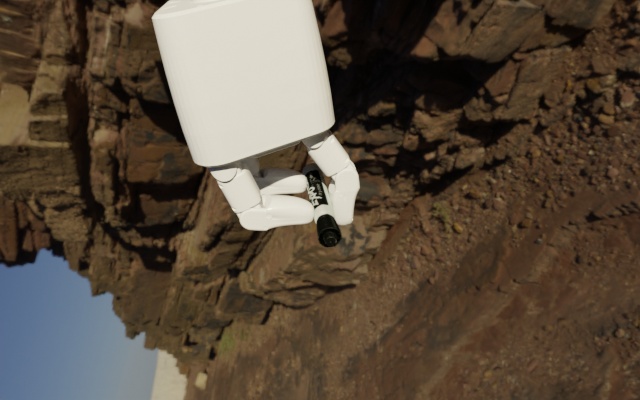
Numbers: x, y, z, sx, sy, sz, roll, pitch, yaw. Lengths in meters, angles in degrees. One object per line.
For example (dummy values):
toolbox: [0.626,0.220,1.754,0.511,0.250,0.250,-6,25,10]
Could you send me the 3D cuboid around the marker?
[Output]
marker: [0.000,0.001,0.412,0.020,0.020,0.121,0,29,-9]
